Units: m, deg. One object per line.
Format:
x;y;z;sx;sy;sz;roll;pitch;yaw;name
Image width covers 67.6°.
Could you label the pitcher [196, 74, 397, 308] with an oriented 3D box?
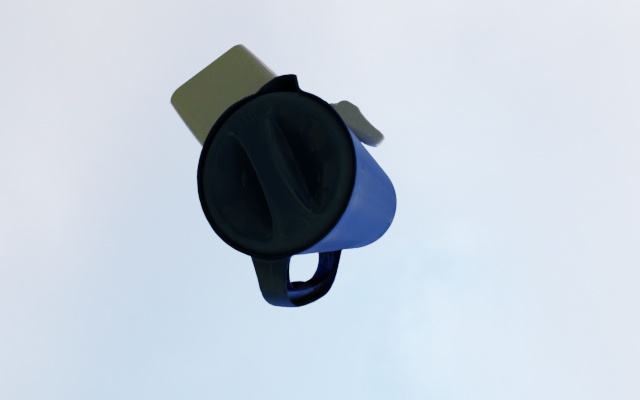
0.000;0.001;0.467;0.145;0.149;0.243;46;9;19;pitcher
